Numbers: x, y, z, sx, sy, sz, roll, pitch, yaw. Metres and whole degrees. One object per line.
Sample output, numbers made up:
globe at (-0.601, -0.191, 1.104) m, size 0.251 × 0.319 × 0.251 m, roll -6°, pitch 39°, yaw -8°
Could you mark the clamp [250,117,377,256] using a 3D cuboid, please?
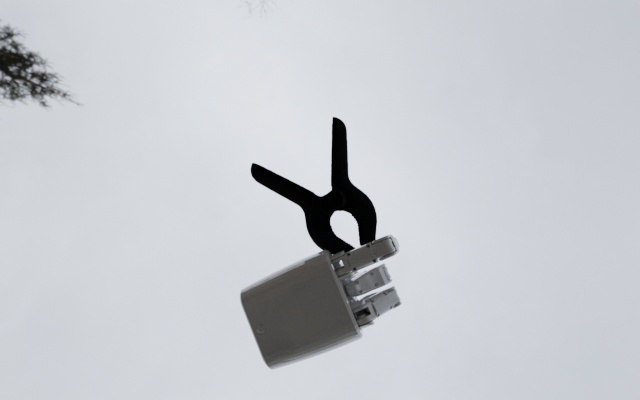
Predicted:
clamp at (0.000, 0.002, 0.535) m, size 0.120 × 0.171 × 0.039 m, roll -23°, pitch -10°, yaw 2°
